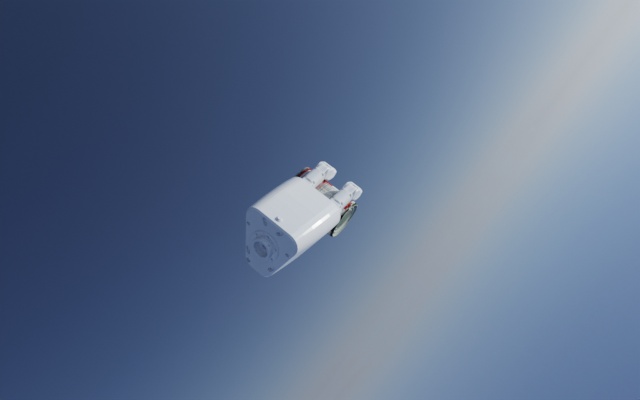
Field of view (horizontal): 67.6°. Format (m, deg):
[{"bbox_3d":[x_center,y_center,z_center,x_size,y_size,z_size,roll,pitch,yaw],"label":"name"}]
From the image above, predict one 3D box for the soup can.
[{"bbox_3d":[0.001,0.003,0.770,0.102,0.068,0.068,37,11,15],"label":"soup can"}]
